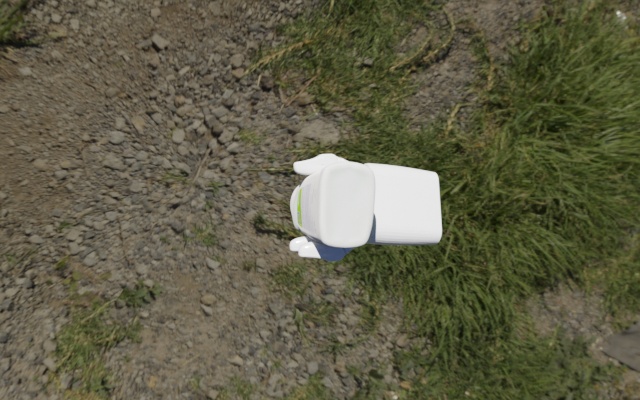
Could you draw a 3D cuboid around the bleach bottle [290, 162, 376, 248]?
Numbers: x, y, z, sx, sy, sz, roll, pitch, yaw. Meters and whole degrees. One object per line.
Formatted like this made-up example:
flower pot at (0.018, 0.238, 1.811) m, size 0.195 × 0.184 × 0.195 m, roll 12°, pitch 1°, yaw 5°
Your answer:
bleach bottle at (0.000, 0.002, 0.657) m, size 0.068 × 0.102 × 0.251 m, roll 3°, pitch 2°, yaw -14°
